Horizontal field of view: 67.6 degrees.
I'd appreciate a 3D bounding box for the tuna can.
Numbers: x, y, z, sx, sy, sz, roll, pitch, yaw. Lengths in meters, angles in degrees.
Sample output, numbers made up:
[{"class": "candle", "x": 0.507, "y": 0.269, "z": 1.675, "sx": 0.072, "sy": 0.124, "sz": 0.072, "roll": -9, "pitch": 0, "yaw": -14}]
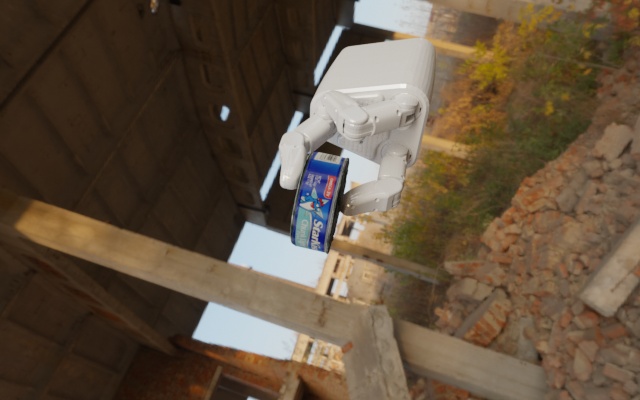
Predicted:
[{"class": "tuna can", "x": -0.001, "y": 0.001, "z": 0.417, "sx": 0.034, "sy": 0.086, "sz": 0.086, "roll": 12, "pitch": 1, "yaw": 5}]
